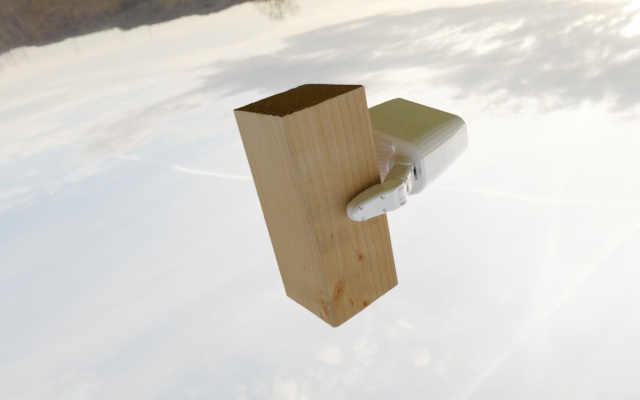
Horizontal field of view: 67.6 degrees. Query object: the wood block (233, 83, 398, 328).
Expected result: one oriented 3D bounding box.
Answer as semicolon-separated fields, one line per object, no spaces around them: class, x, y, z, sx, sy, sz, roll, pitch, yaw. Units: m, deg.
wood block;0.001;0.002;0.459;0.090;0.206;0.091;-27;27;-29
